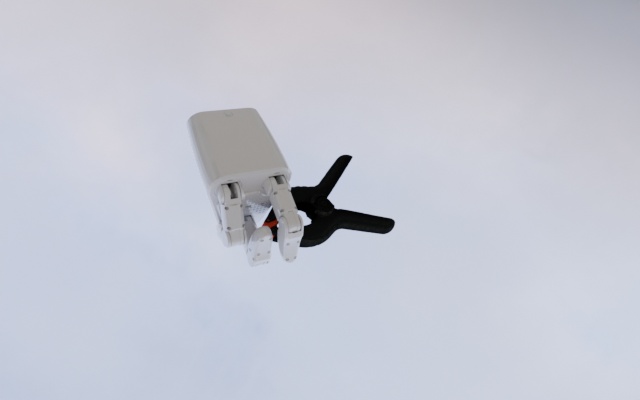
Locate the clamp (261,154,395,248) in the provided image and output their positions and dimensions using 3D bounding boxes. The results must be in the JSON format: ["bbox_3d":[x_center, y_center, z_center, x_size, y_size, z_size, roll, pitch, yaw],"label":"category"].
[{"bbox_3d":[0.000,0.002,0.592,0.171,0.120,0.039,-10,-32,-28],"label":"clamp"}]
